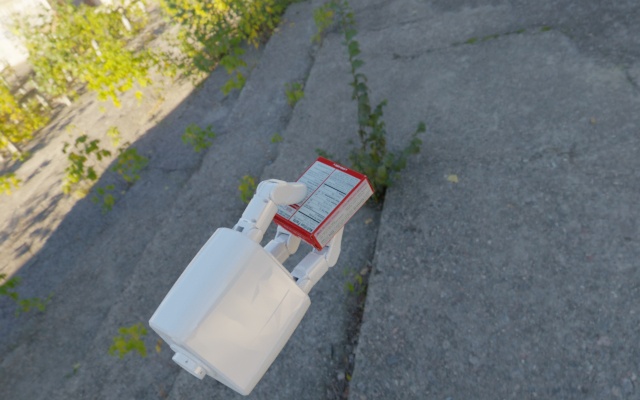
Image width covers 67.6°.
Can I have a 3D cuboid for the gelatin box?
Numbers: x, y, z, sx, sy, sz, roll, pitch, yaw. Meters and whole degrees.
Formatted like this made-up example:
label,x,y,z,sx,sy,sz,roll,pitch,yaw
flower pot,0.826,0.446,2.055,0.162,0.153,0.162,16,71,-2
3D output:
label,x,y,z,sx,sy,sz,roll,pitch,yaw
gelatin box,0.000,0.001,0.503,0.073,0.089,0.030,27,-22,43
